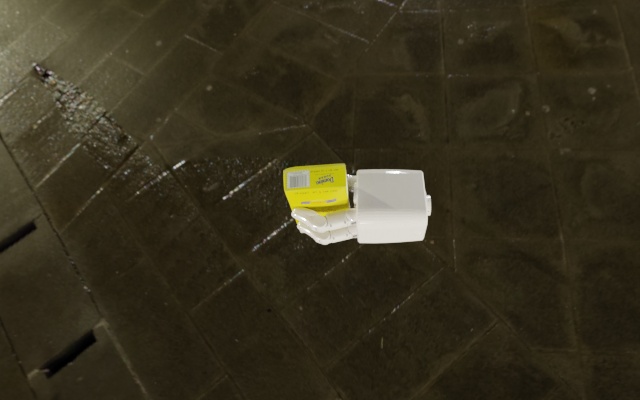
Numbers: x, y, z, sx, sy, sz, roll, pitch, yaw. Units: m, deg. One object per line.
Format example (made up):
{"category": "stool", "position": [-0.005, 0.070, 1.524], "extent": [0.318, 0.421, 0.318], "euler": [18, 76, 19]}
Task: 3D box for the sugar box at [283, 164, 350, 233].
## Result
{"category": "sugar box", "position": [0.000, 0.003, 0.772], "extent": [0.093, 0.048, 0.176], "euler": [-4, -27, 5]}
